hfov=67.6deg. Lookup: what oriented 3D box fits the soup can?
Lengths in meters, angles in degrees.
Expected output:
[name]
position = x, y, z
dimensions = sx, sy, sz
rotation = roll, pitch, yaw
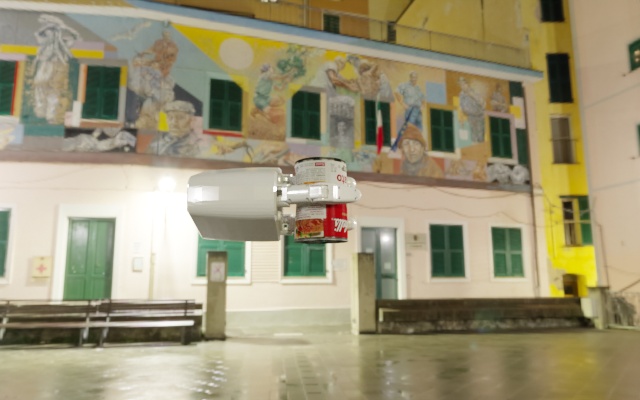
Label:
[soup can]
position = 0.001, 0.002, 0.603
dimensions = 0.068, 0.102, 0.068
rotation = -1, -9, 0
